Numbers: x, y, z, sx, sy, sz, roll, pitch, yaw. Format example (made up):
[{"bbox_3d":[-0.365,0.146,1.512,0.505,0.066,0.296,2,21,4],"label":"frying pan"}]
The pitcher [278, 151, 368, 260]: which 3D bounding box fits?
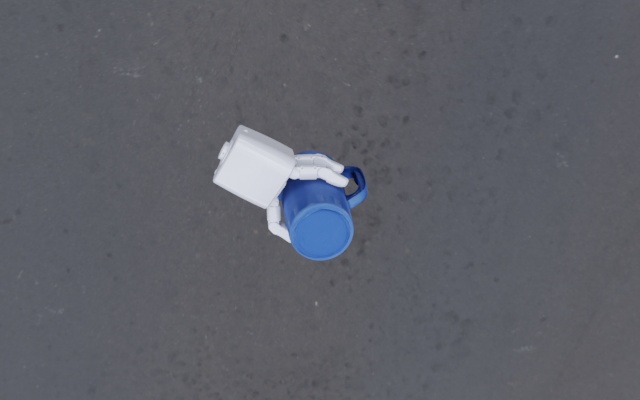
[{"bbox_3d":[0.000,0.003,0.883,0.145,0.149,0.242,27,18,-17],"label":"pitcher"}]
